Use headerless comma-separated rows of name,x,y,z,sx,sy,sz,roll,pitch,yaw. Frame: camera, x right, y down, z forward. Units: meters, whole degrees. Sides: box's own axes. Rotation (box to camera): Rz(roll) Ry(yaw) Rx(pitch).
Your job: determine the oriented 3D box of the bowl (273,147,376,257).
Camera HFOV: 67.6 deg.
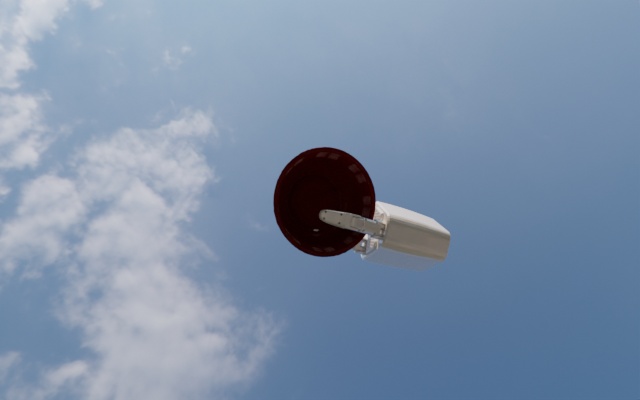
bowl,-0.001,0.002,0.722,0.162,0.162,0.055,0,0,-21
